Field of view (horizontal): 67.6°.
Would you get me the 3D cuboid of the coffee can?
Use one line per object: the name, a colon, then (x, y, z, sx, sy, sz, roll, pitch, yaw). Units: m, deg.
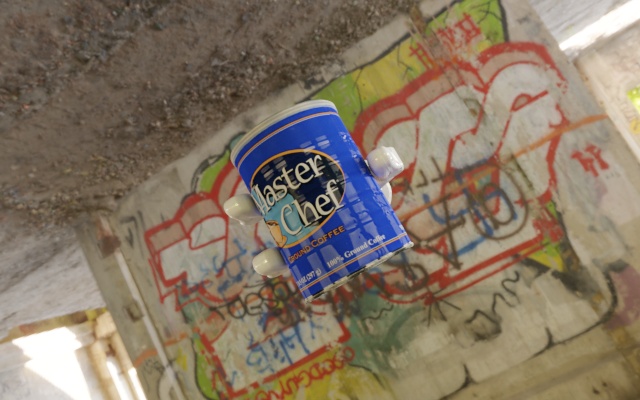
coffee can: (0.000, 0.001, 0.408, 0.103, 0.140, 0.103, -28, -10, -5)
